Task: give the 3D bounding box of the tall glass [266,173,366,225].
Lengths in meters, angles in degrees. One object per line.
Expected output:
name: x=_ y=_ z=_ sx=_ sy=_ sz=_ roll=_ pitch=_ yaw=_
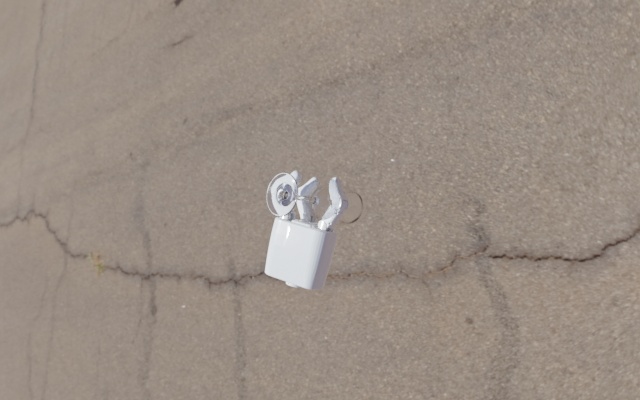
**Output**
tall glass: x=0.000 y=0.003 z=0.868 sx=0.079 sy=0.079 sz=0.201 roll=0 pitch=-7 yaw=41
